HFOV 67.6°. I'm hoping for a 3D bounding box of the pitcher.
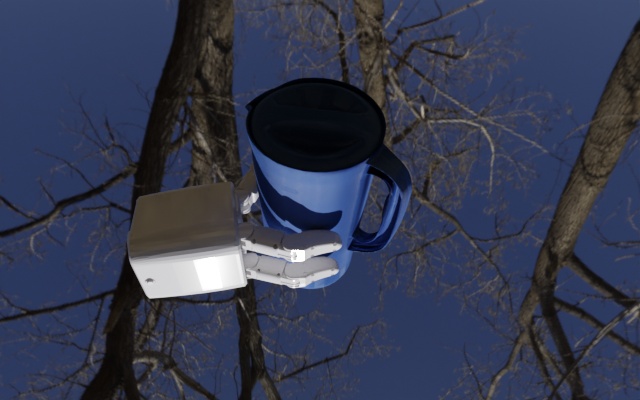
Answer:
[{"bbox_3d":[0.000,0.002,0.535,0.145,0.149,0.243,-9,-38,-9],"label":"pitcher"}]
